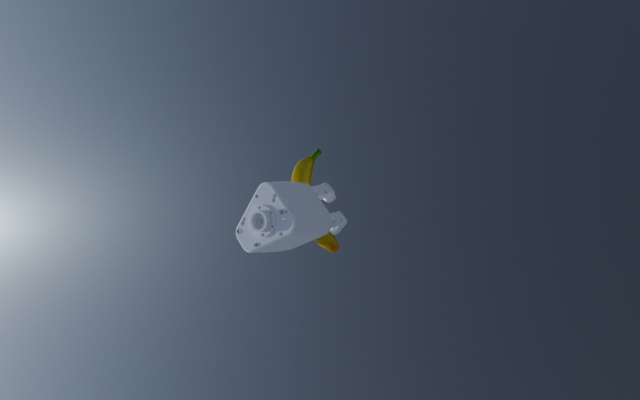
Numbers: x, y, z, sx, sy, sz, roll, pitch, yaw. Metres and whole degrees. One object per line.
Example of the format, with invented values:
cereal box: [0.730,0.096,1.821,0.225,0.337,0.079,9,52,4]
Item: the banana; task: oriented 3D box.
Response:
banana: [-0.017,0.004,0.886,0.069,0.197,0.037,-16,-10,26]
